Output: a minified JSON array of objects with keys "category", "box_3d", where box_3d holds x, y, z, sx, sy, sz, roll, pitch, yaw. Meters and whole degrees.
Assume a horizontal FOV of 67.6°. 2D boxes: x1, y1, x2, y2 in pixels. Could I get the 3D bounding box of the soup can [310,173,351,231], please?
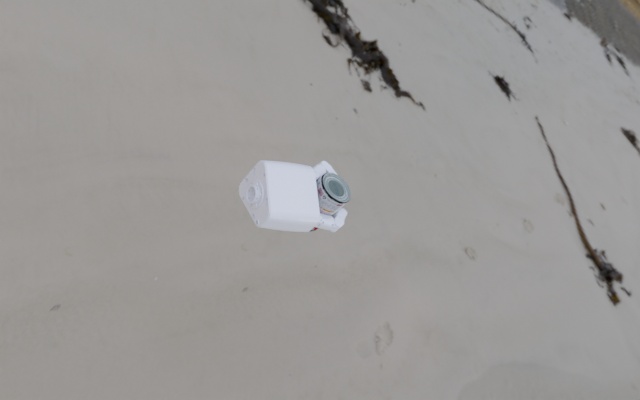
[{"category":"soup can","box_3d":[0.001,0.003,0.887,0.068,0.068,0.102,0,-33,-44]}]
